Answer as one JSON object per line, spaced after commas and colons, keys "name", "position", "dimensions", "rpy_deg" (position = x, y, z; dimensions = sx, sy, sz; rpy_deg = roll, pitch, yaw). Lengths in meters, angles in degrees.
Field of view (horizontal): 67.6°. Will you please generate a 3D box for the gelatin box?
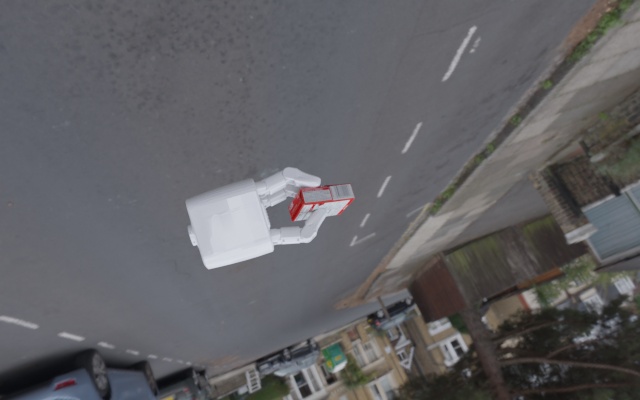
{"name": "gelatin box", "position": [0.001, 0.003, 0.764], "dimensions": [0.089, 0.030, 0.073], "rpy_deg": [-7, -20, -20]}
